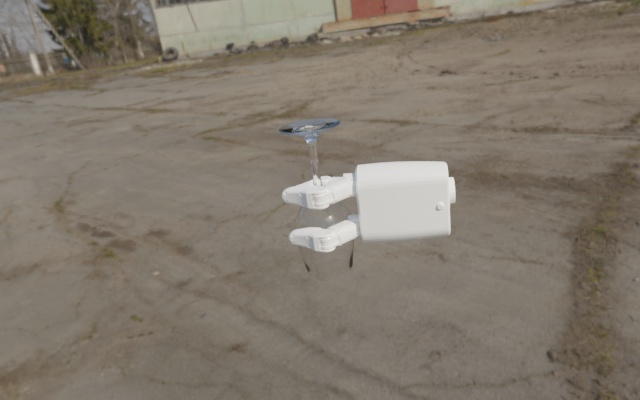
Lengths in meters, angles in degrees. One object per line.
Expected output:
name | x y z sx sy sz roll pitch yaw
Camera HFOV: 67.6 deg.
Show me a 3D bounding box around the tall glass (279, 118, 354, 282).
tall glass | 0.000 0.001 0.608 0.079 0.201 0.079 -7 21 3
